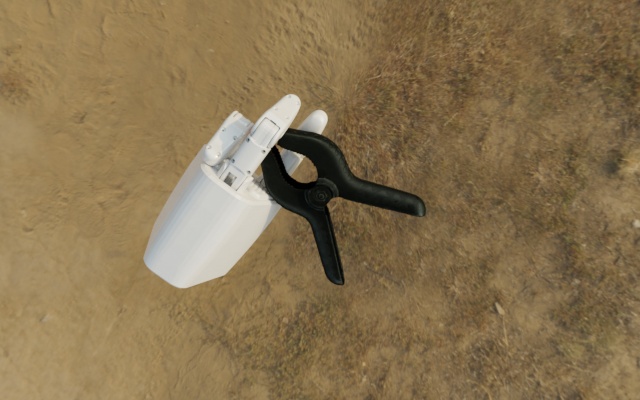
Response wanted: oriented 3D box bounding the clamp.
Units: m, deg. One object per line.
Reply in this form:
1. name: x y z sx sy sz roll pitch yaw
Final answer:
1. clamp: 0.000 0.001 0.455 0.171 0.120 0.039 36 11 -5
